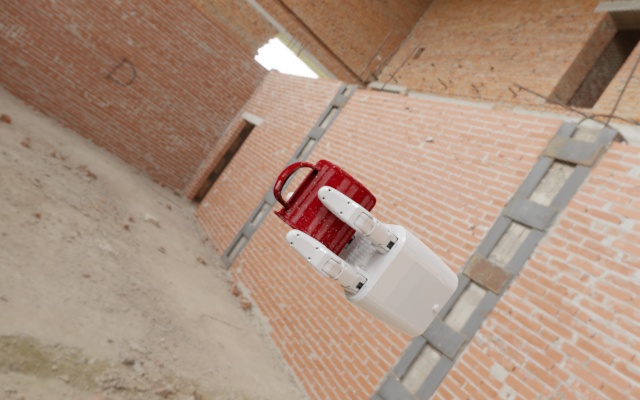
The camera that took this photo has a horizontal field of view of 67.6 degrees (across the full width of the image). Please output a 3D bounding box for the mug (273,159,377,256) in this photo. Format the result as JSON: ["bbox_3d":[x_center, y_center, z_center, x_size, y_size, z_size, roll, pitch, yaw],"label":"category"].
[{"bbox_3d":[-0.001,0.001,0.528,0.117,0.081,0.093,38,-2,-28],"label":"mug"}]
